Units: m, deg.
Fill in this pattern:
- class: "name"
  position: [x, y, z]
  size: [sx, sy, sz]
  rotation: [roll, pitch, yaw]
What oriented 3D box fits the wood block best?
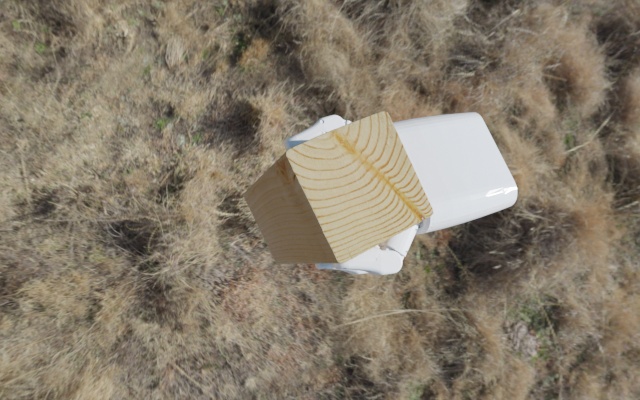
- class: "wood block"
  position: [0.000, 0.001, 0.444]
  size: [0.090, 0.091, 0.206]
  rotation: [-25, 0, -19]
